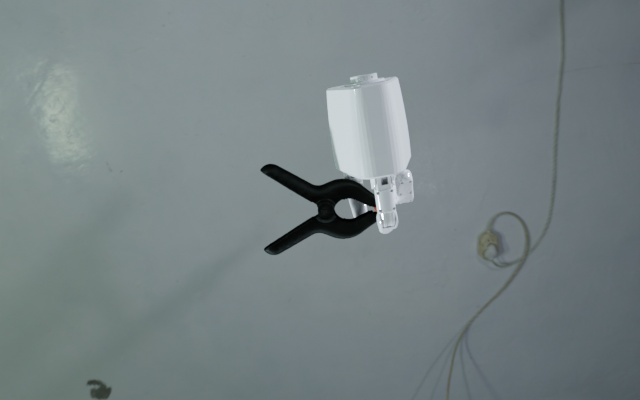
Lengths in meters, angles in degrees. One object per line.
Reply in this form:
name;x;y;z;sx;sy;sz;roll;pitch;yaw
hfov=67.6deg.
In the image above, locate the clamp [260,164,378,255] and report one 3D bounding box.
clamp;0.000;0.002;0.622;0.171;0.120;0.039;-10;16;1
